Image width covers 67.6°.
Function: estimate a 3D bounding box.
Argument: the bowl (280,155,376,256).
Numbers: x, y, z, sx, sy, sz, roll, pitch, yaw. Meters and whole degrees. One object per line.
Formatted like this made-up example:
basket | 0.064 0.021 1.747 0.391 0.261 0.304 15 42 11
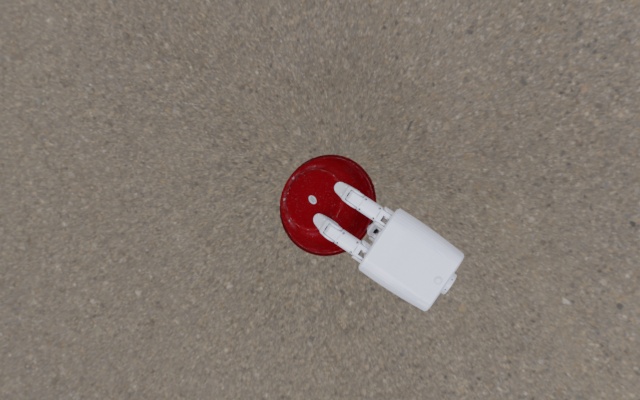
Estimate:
bowl | -0.001 0.002 0.725 0.162 0.162 0.055 0 -9 22
